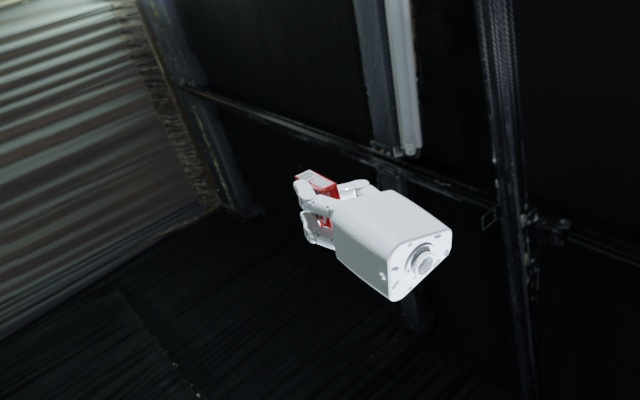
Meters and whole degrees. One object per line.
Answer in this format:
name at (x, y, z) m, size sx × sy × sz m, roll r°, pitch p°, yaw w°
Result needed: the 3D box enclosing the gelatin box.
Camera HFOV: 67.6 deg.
gelatin box at (0.000, 0.002, 0.692) m, size 0.030 × 0.073 × 0.089 m, roll -25°, pitch 26°, yaw -19°
